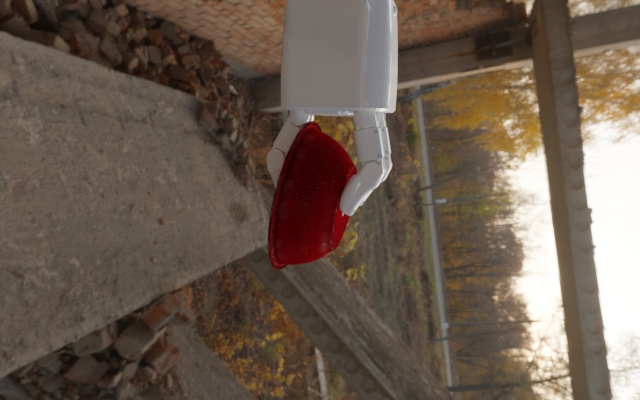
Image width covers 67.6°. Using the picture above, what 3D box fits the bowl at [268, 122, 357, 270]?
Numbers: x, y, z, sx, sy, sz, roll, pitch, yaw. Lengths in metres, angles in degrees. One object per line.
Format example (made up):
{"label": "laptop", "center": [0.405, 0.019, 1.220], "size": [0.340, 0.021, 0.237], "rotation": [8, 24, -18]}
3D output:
{"label": "bowl", "center": [0.000, 0.003, 0.504], "size": [0.055, 0.162, 0.162], "rotation": [15, 3, 12]}
